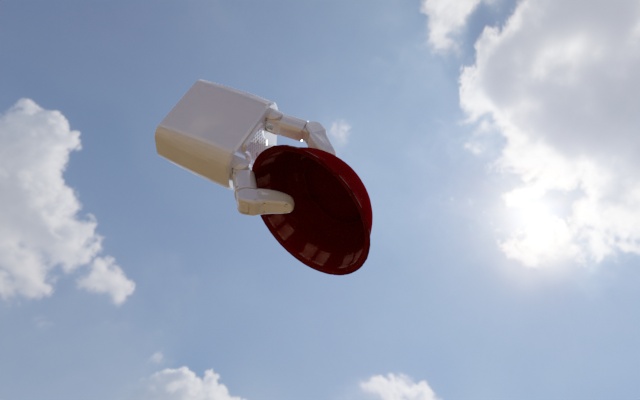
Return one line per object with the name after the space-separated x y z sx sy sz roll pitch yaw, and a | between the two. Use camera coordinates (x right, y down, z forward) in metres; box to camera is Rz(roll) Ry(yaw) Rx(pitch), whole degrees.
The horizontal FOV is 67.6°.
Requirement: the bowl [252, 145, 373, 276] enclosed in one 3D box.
0.001 0.002 0.524 0.162 0.162 0.055 0 30 45 | bowl
